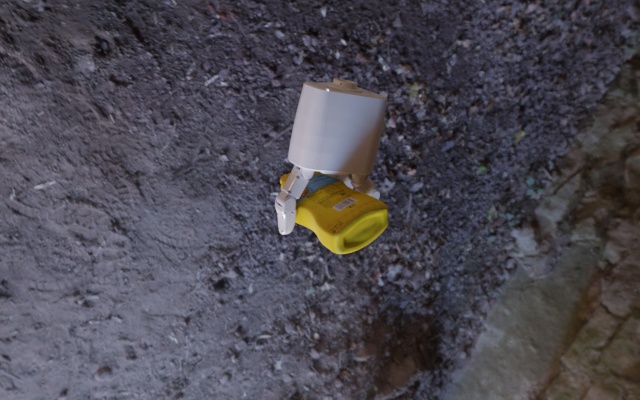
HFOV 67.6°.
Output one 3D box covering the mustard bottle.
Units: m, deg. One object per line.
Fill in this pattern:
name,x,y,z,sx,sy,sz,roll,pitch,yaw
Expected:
mustard bottle,0.000,0.003,0.681,0.096,0.058,0.191,-29,39,-25
